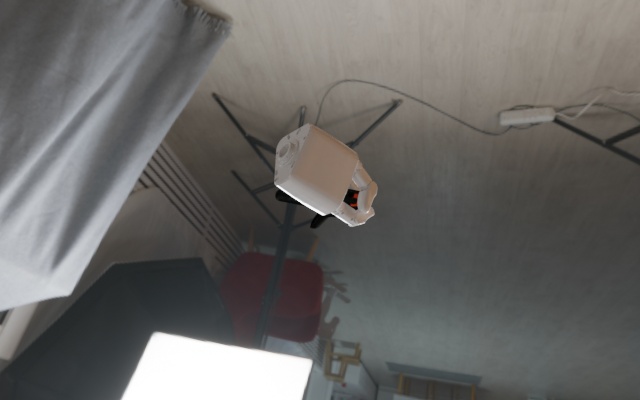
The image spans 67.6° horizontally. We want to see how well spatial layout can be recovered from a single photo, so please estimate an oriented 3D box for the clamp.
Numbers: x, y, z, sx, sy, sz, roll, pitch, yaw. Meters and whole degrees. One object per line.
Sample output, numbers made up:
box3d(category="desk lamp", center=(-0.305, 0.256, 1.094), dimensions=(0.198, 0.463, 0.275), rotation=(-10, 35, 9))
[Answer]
box3d(category="clamp", center=(0.000, 0.003, 0.871), dimensions=(0.120, 0.039, 0.171), rotation=(31, -33, -31))
